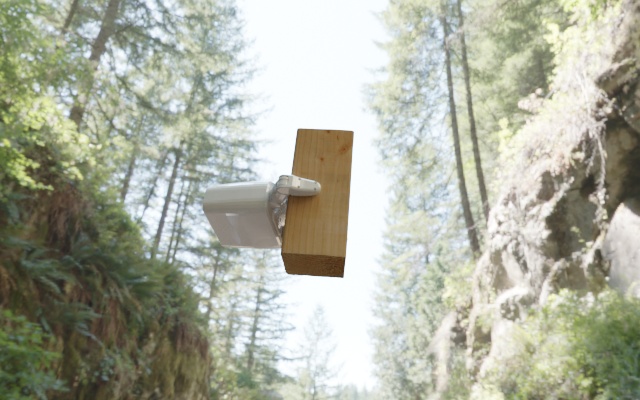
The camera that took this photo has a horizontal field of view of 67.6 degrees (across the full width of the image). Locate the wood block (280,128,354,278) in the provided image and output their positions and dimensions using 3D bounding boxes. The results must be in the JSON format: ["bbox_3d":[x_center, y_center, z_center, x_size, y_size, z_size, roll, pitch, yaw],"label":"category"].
[{"bbox_3d":[0.000,0.002,0.717,0.090,0.206,0.091,3,-27,4],"label":"wood block"}]
